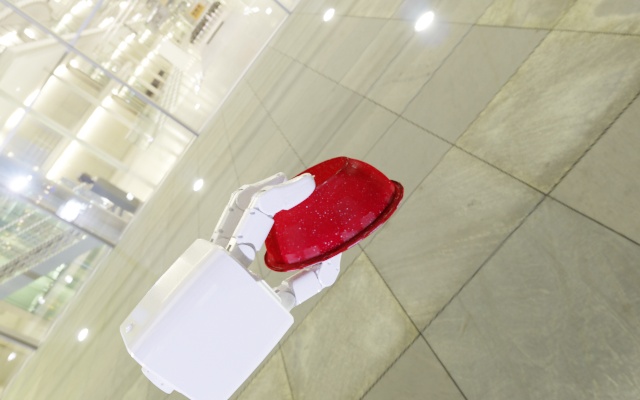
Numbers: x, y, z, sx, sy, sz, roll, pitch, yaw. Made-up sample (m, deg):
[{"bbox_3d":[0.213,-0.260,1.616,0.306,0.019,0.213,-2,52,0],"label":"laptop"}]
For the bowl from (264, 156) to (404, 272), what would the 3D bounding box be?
[{"bbox_3d":[0.001,0.000,0.485,0.162,0.055,0.162,-27,16,9],"label":"bowl"}]
